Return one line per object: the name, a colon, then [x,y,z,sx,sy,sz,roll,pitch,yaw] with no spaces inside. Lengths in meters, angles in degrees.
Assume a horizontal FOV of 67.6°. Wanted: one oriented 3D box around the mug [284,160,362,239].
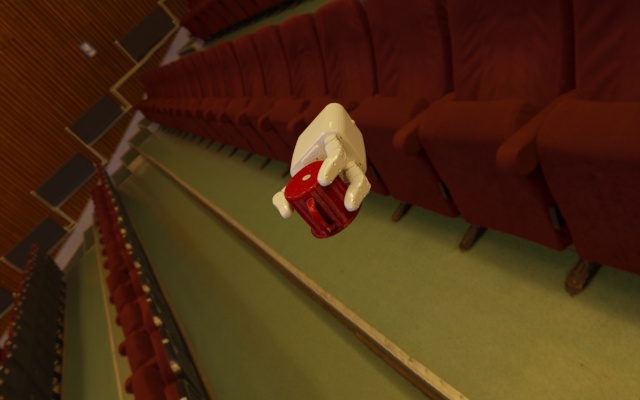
mug: [0.000,0.003,0.693,0.093,0.081,0.117,-30,28,21]
